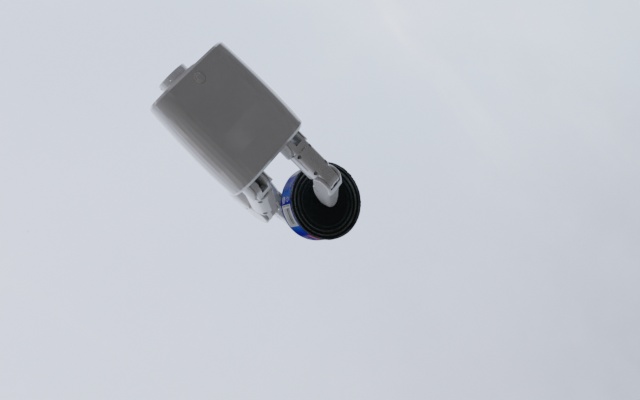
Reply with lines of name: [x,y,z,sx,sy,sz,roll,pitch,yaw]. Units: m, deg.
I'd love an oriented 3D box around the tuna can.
tuna can: [0.000,0.002,0.530,0.086,0.086,0.034,0,-7,-27]
